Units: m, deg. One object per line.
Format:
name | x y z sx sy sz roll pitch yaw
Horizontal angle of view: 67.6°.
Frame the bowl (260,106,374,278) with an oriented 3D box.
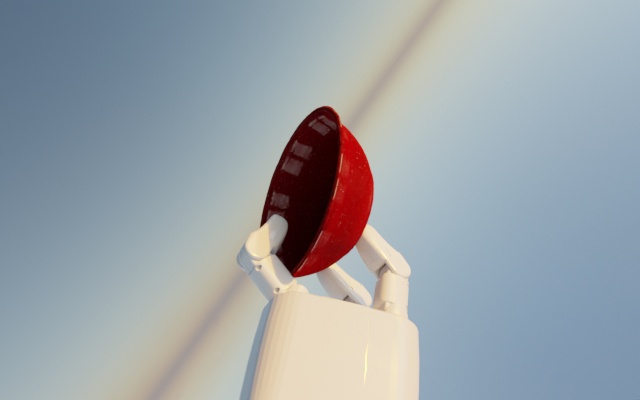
bowl | 0.001 0.000 0.427 0.055 0.162 0.162 17 -7 -23
